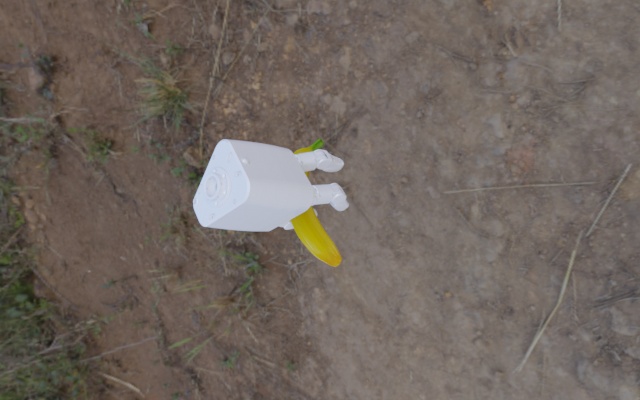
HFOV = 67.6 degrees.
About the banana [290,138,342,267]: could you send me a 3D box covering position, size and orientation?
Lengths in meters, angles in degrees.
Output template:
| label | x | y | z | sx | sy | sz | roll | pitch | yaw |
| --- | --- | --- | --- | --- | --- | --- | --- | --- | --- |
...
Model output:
| label | x | y | z | sx | sy | sz | roll | pitch | yaw |
| --- | --- | --- | --- | --- | --- | --- | --- | --- | --- |
| banana | -0.018 | 0.003 | 0.691 | 0.069 | 0.197 | 0.037 | -14 | -19 | 16 |
